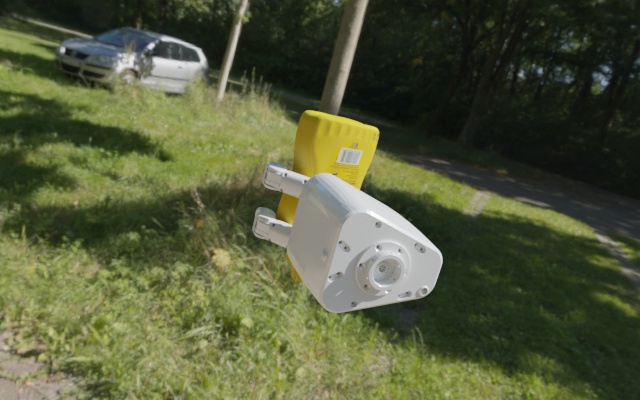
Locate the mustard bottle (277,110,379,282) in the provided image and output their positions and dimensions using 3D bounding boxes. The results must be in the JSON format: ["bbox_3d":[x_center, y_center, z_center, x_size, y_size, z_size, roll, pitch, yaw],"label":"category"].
[{"bbox_3d":[0.000,0.001,0.536,0.096,0.192,0.058,3,18,-43],"label":"mustard bottle"}]
